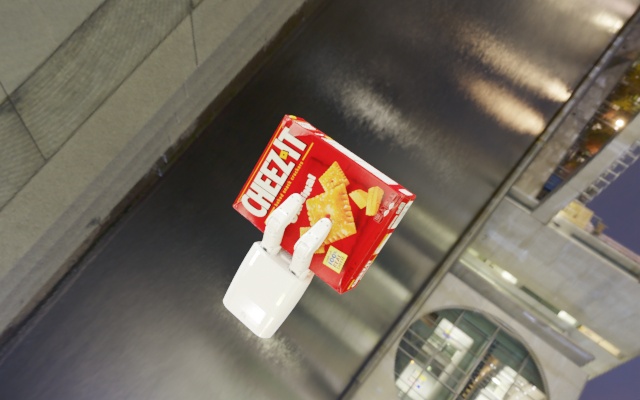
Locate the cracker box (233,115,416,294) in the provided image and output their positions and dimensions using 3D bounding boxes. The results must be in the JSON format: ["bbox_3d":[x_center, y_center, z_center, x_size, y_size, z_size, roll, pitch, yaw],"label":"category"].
[{"bbox_3d":[0.000,0.002,0.687,0.213,0.164,0.072,36,13,18],"label":"cracker box"}]
